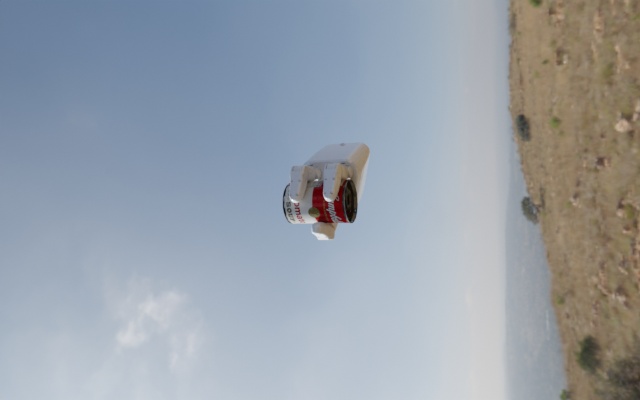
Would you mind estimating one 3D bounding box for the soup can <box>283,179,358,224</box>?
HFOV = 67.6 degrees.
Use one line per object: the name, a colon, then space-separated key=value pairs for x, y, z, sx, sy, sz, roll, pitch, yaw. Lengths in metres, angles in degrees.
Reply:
soup can: x=0.000 y=0.003 z=0.747 sx=0.102 sy=0.068 sz=0.068 roll=-2 pitch=-1 yaw=21
